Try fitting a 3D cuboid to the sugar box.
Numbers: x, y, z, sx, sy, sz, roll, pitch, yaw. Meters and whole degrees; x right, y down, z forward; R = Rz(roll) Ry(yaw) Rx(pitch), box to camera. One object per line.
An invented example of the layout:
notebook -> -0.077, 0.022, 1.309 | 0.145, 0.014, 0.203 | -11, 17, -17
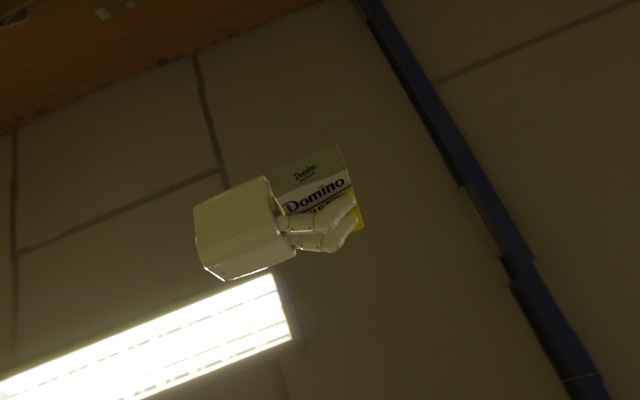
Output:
sugar box -> 0.000, 0.003, 0.634 | 0.093, 0.048, 0.176 | -22, -26, 2
